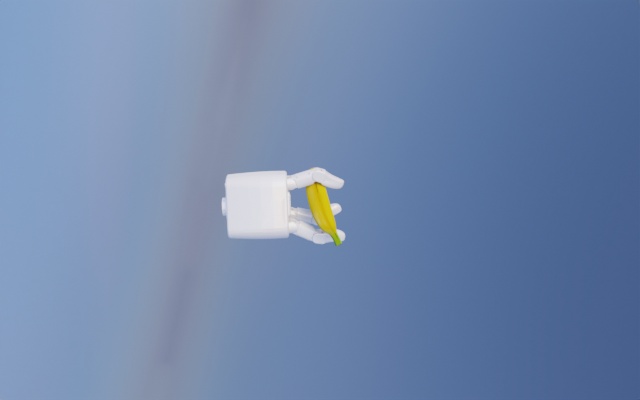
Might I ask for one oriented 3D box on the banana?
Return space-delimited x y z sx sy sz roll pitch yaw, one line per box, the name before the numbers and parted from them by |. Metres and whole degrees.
banana | -0.004 -0.007 0.861 0.037 0.197 0.070 -17 -46 3
